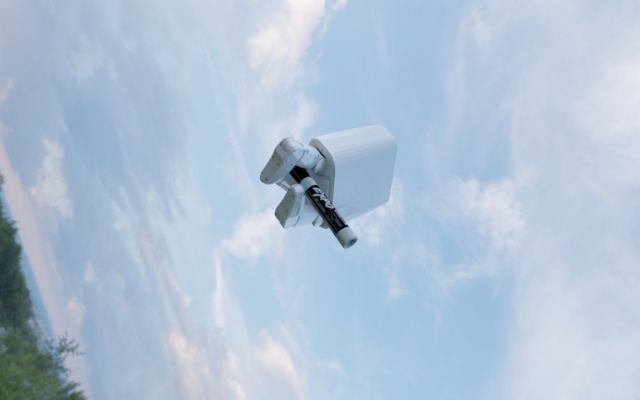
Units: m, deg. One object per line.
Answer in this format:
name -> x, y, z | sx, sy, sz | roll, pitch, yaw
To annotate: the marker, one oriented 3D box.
marker -> 0.000, 0.002, 0.525 | 0.020, 0.121, 0.020 | -27, -29, -17
